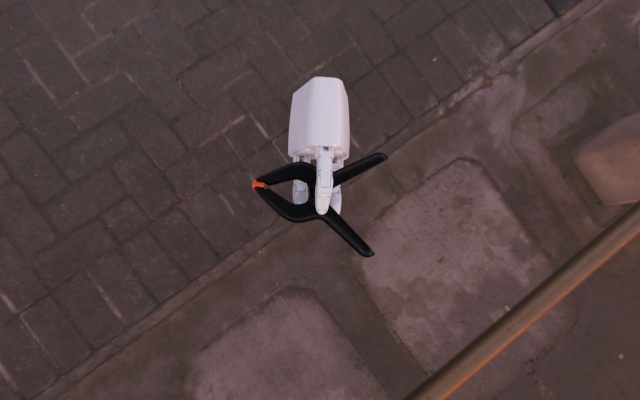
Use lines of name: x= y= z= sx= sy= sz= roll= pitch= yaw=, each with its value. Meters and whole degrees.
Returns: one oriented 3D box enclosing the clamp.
clamp: x=0.000 y=0.002 z=0.732 sx=0.210 sy=0.164 sz=0.036 roll=3 pitch=-7 yaw=-7
